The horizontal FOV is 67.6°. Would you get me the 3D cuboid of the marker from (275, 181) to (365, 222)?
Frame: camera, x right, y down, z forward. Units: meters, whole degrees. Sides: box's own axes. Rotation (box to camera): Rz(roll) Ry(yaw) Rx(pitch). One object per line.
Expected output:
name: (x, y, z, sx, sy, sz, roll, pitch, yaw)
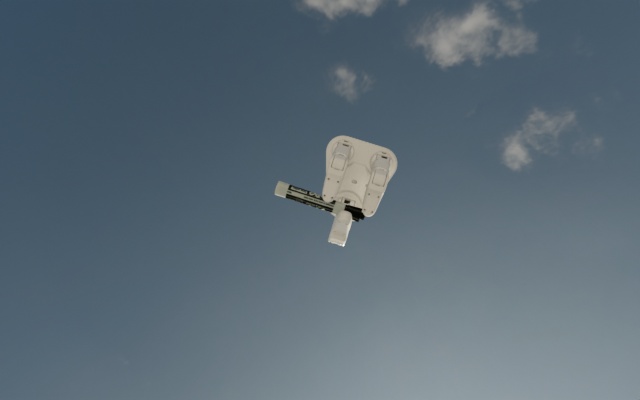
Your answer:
marker: (0.000, 0.002, 0.623, 0.121, 0.020, 0.020, 18, 0, 1)
